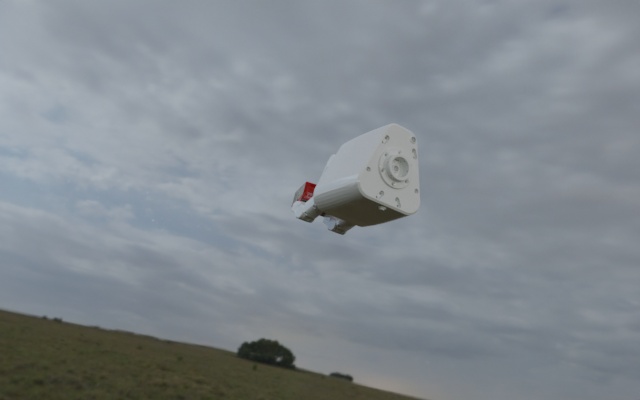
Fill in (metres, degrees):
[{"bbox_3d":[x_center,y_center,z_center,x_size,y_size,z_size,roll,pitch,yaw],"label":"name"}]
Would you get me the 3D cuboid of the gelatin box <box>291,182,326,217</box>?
[{"bbox_3d":[0.000,0.002,0.736,0.073,0.030,0.089,18,-13,-11],"label":"gelatin box"}]
